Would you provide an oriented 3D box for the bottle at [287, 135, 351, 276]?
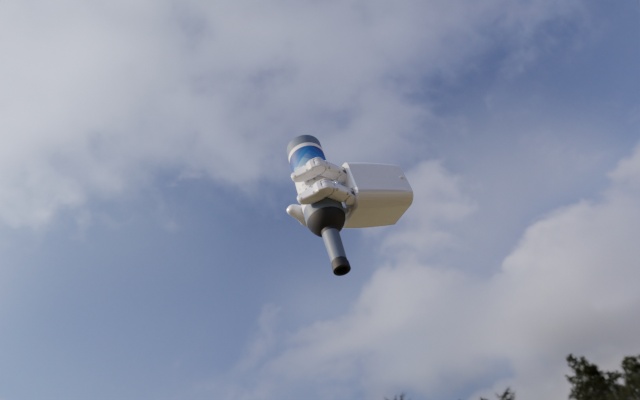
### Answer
[{"bbox_3d":[0.000,0.002,0.812,0.069,0.069,0.295,0,44,-18],"label":"bottle"}]
